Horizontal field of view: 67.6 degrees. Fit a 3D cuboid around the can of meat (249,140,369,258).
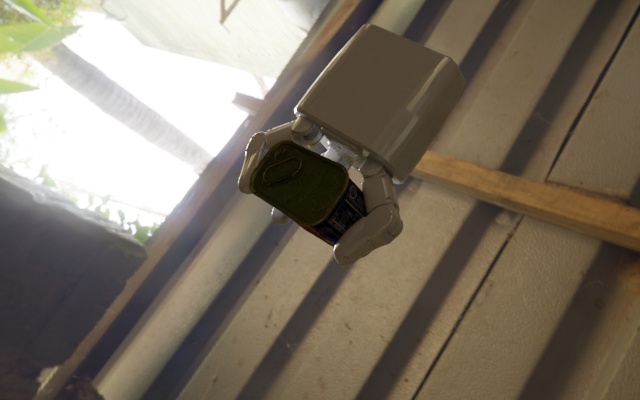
[{"bbox_3d":[0.000,0.002,0.423,0.102,0.057,0.084,29,-8,43],"label":"can of meat"}]
